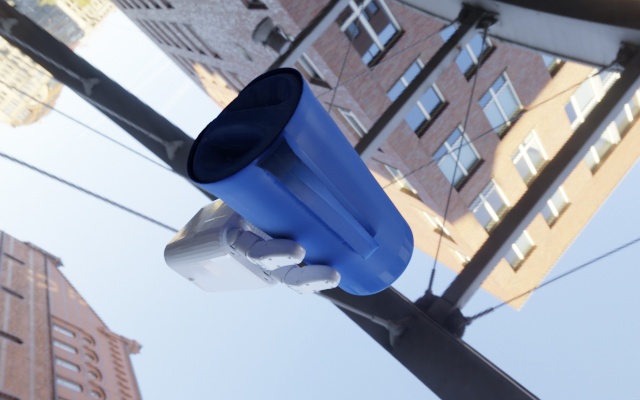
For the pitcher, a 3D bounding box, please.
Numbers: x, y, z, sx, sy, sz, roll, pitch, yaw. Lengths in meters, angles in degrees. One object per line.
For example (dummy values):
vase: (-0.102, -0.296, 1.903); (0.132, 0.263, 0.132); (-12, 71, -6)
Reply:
pitcher: (0.000, 0.002, 0.477); (0.145, 0.149, 0.243); (-16, -45, 34)
